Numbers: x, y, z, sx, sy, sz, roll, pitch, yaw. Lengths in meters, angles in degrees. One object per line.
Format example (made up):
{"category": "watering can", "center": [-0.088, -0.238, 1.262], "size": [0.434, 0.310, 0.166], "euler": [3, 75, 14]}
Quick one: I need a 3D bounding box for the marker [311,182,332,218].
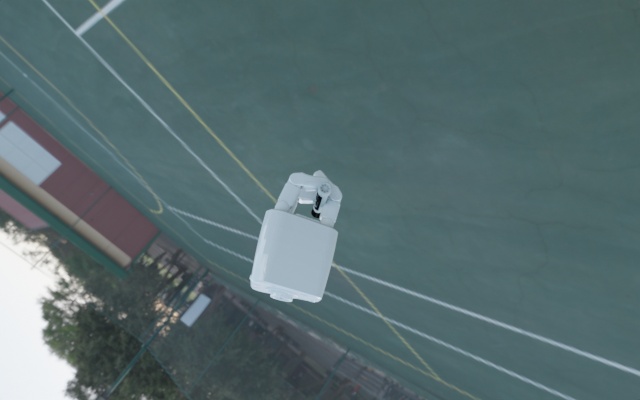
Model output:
{"category": "marker", "center": [0.000, 0.002, 0.735], "size": [0.020, 0.020, 0.121], "euler": [0, -20, -7]}
